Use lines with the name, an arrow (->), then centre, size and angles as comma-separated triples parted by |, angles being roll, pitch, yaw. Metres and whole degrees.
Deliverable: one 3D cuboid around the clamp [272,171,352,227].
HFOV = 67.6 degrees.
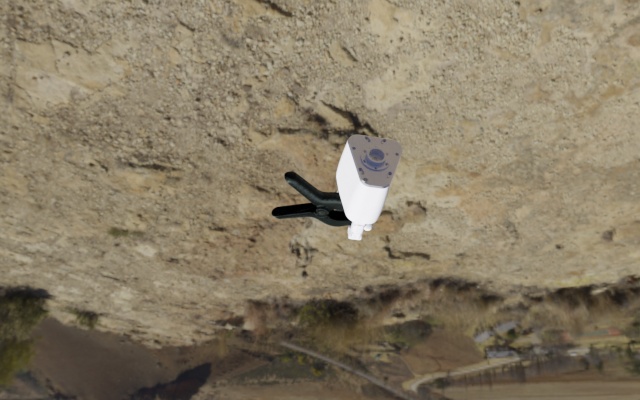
clamp -> 0.000, 0.003, 0.854 | 0.171, 0.039, 0.120 | 7, -35, -4
